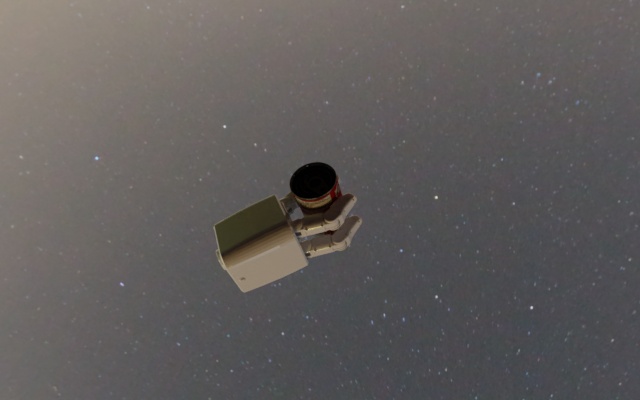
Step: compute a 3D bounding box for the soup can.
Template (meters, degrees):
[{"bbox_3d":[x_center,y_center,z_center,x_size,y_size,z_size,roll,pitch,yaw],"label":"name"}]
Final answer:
[{"bbox_3d":[0.001,0.002,0.706,0.068,0.068,0.102,0,-38,16],"label":"soup can"}]
